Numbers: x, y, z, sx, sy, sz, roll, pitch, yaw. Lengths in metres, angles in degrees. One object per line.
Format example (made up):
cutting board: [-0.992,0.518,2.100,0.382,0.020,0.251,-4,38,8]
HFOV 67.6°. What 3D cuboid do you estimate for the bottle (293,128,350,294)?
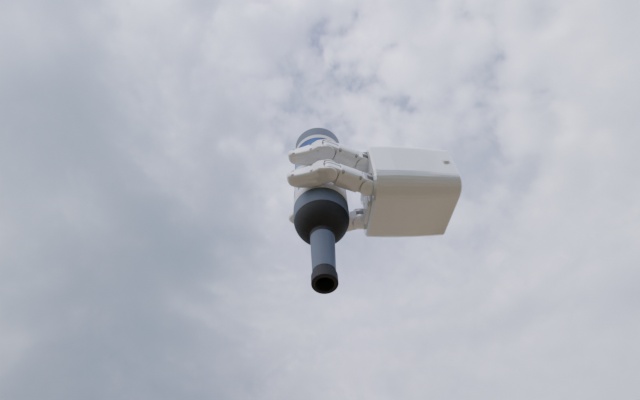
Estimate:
bottle: [0.000,0.002,0.593,0.069,0.069,0.295,0,34,-2]
